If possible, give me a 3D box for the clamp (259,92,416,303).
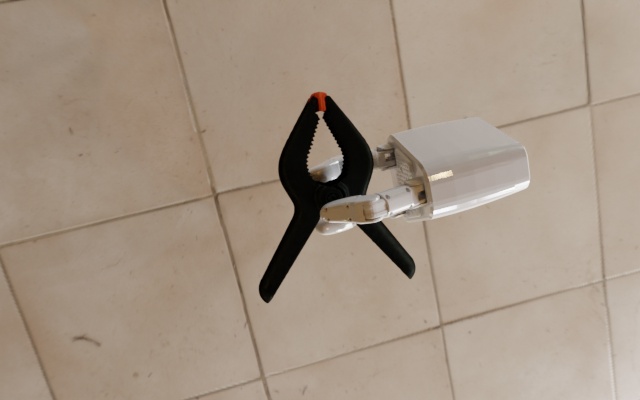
[{"bbox_3d":[0.000,0.001,0.475,0.164,0.210,0.036,-15,13,-8],"label":"clamp"}]
